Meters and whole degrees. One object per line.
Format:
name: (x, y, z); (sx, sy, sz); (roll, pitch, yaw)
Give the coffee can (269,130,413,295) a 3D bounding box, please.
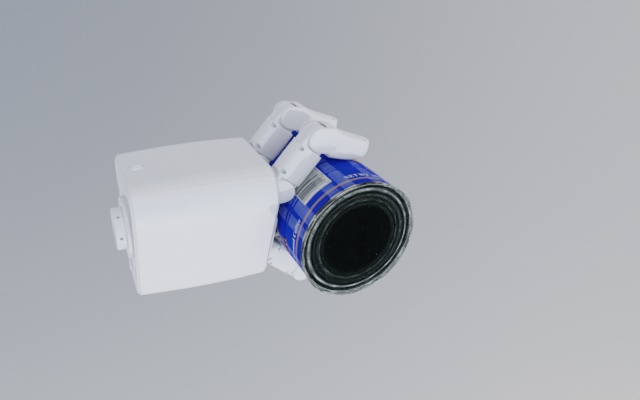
coffee can: (0.000, 0.001, 0.429); (0.103, 0.103, 0.140); (0, 26, -30)
